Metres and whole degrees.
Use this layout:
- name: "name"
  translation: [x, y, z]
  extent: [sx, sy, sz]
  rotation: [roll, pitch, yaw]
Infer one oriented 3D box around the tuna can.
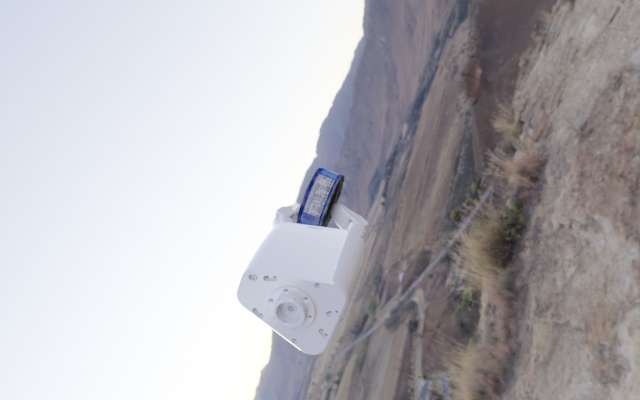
- name: "tuna can"
  translation: [0.000, 0.002, 0.617]
  extent: [0.034, 0.086, 0.086]
  rotation: [21, 3, 8]
